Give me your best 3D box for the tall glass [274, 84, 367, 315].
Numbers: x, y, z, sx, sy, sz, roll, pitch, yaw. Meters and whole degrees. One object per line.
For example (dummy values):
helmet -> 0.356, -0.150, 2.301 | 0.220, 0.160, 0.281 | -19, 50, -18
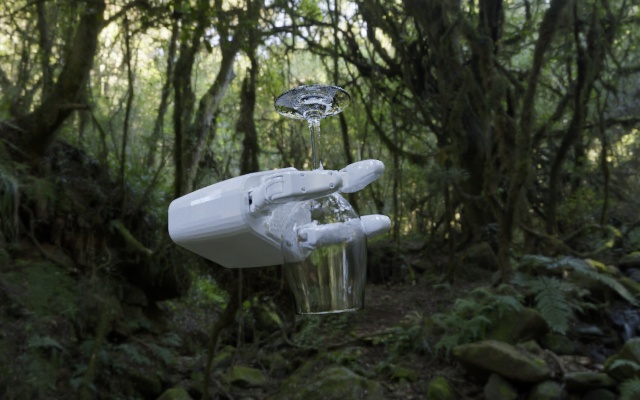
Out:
tall glass -> 0.000, 0.001, 0.441 | 0.079, 0.201, 0.079 | -5, -13, -1
